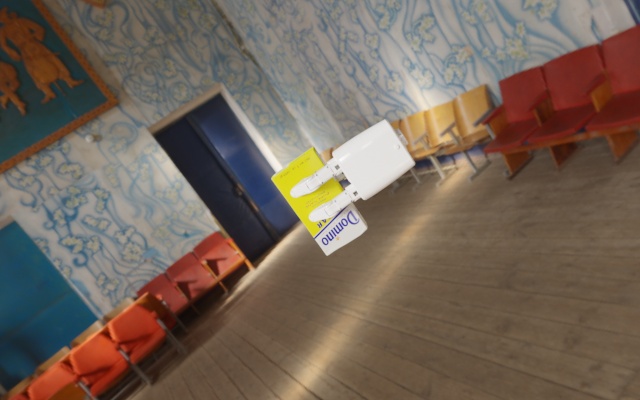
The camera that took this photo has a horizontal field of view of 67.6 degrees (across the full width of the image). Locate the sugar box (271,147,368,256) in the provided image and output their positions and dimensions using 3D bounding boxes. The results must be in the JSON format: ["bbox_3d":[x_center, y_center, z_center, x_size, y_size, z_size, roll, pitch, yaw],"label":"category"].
[{"bbox_3d":[0.000,0.003,0.856,0.093,0.176,0.048,-34,11,9],"label":"sugar box"}]
